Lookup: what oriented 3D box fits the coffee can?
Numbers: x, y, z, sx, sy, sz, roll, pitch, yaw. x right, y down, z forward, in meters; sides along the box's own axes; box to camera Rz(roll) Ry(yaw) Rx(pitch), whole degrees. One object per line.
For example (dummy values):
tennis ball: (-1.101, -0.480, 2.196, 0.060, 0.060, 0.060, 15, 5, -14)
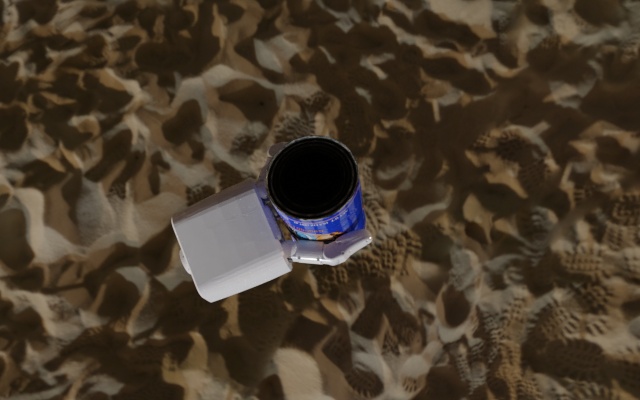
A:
coffee can: (0.000, 0.002, 0.571, 0.103, 0.102, 0.140, 0, -24, 9)
